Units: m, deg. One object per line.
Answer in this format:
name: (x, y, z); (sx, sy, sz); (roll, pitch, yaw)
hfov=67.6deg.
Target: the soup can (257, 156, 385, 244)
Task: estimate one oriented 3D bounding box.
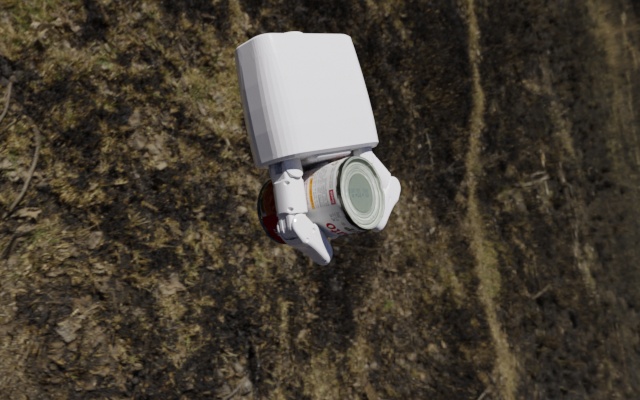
soup can: (0.000, 0.002, 0.443); (0.102, 0.068, 0.068); (-13, -9, 40)
